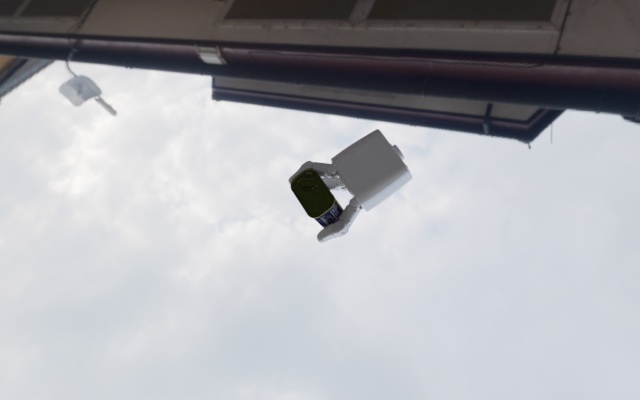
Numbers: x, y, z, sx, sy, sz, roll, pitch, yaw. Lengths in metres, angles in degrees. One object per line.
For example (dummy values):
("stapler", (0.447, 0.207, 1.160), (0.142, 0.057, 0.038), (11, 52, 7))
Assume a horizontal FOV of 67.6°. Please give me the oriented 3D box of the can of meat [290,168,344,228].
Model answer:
("can of meat", (0.000, 0.003, 0.879), (0.057, 0.102, 0.084), (-37, -34, 3))
